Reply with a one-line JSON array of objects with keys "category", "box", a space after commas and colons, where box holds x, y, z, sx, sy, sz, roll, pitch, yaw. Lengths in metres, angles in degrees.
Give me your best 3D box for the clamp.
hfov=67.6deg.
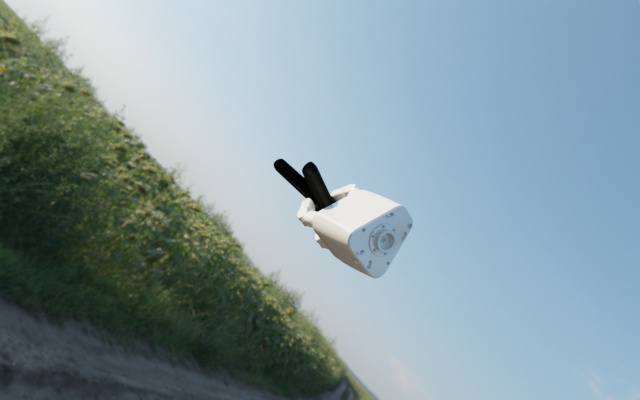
[{"category": "clamp", "box": [0.001, 0.003, 0.855, 0.036, 0.210, 0.164, -44, 28, -12]}]
